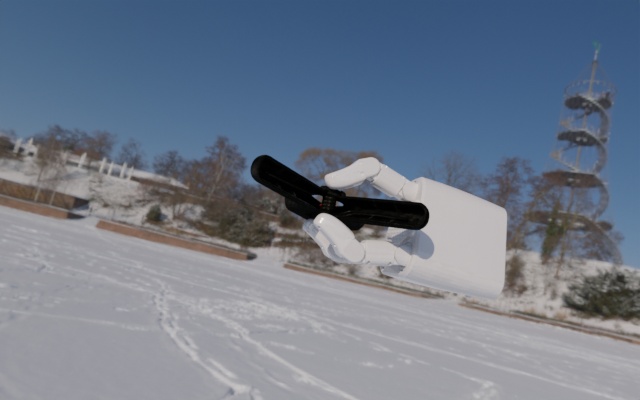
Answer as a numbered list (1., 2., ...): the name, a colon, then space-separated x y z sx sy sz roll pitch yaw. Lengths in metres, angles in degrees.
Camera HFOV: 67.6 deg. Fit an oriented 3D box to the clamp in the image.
1. clamp: 0.000 0.001 0.506 0.164 0.036 0.210 19 -10 -10
